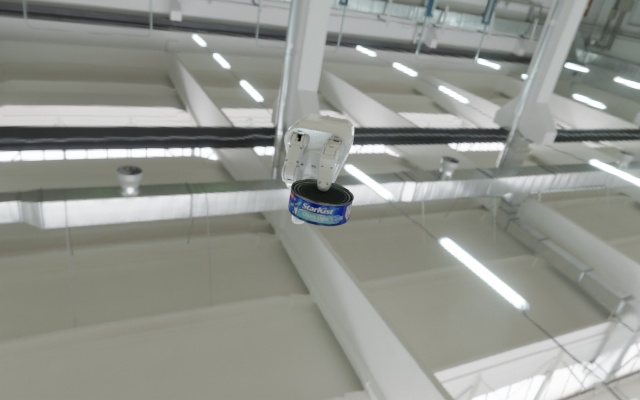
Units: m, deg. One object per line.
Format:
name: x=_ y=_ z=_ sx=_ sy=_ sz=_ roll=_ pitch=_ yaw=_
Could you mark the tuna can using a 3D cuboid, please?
tuna can: x=0.000 y=0.003 z=0.642 sx=0.086 sy=0.034 sz=0.086 roll=10 pitch=22 yaw=-4
